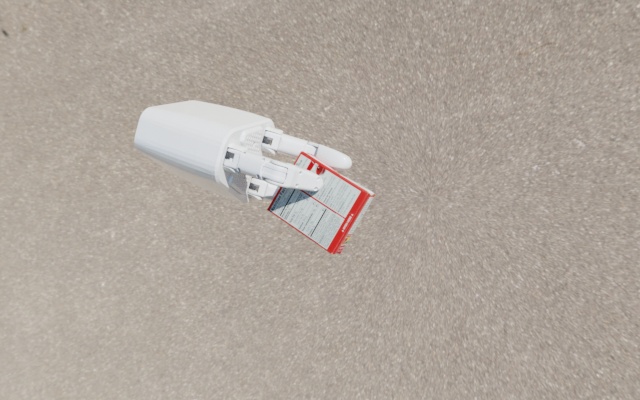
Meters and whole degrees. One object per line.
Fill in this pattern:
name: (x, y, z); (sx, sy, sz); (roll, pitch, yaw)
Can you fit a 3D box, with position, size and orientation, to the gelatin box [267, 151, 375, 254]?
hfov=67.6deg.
gelatin box: (0.000, 0.002, 0.494); (0.089, 0.073, 0.030); (33, 10, 19)
